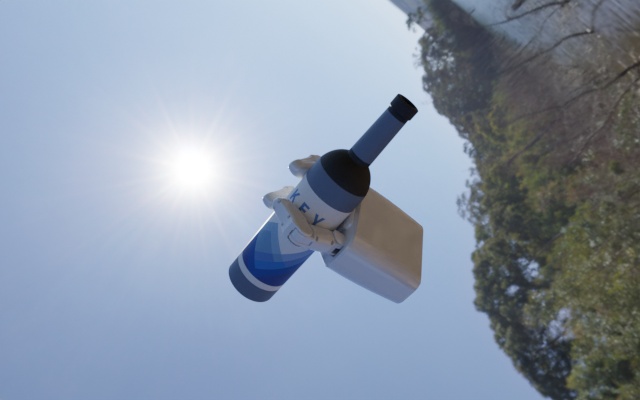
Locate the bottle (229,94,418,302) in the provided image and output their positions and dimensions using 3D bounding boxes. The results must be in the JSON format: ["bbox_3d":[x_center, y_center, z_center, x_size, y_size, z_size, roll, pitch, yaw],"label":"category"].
[{"bbox_3d":[0.000,0.002,0.539,0.296,0.069,0.069,-49,-26,26],"label":"bottle"}]
